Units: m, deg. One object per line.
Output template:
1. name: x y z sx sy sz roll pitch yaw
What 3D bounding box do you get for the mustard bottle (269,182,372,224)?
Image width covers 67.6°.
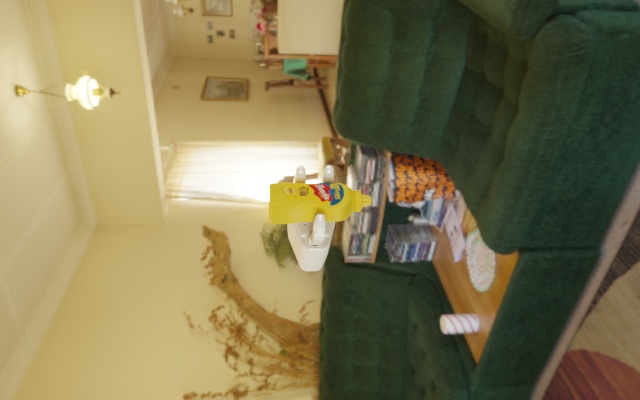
1. mustard bottle: 0.000 0.003 0.893 0.191 0.058 0.096 -1 32 -7
